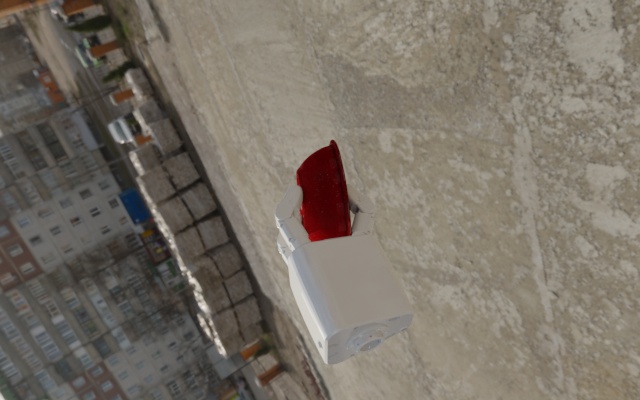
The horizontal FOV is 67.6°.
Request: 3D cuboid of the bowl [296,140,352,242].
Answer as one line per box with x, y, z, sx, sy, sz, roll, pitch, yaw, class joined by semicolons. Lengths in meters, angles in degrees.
-0.001;0.001;0.636;0.055;0.162;0.162;-7;0;-4;bowl
